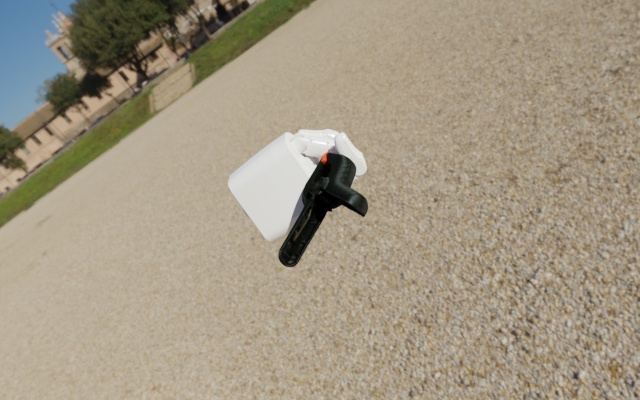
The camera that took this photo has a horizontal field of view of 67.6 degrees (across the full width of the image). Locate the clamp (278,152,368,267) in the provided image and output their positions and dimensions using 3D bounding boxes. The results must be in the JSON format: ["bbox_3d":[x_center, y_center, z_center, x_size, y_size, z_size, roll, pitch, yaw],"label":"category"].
[{"bbox_3d":[0.000,0.001,0.552,0.120,0.039,0.171,-36,21,17],"label":"clamp"}]
